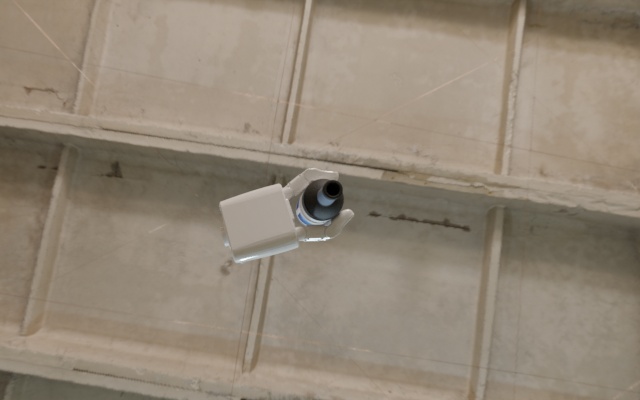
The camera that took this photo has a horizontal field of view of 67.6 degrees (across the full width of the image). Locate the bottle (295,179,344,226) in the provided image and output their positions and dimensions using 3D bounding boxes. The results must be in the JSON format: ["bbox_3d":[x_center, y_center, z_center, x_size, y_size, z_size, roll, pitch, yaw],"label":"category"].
[{"bbox_3d":[0.000,0.003,0.798,0.069,0.069,0.296,0,-7,-7],"label":"bottle"}]
